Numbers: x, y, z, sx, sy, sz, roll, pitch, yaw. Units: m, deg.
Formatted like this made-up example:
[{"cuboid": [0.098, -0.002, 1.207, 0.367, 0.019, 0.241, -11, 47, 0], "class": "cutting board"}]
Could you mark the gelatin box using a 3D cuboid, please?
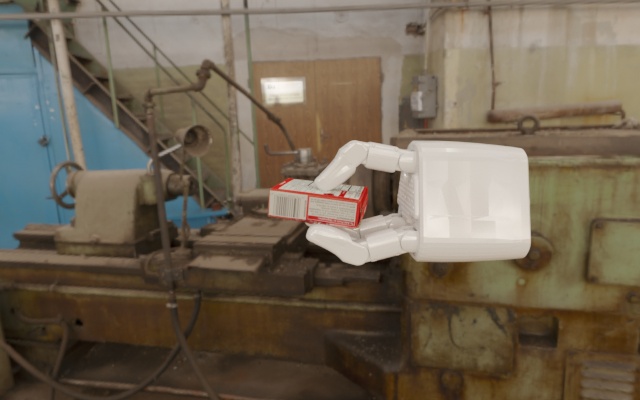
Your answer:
[{"cuboid": [0.000, 0.001, 0.473, 0.089, 0.030, 0.073, 8, 12, 8], "class": "gelatin box"}]
